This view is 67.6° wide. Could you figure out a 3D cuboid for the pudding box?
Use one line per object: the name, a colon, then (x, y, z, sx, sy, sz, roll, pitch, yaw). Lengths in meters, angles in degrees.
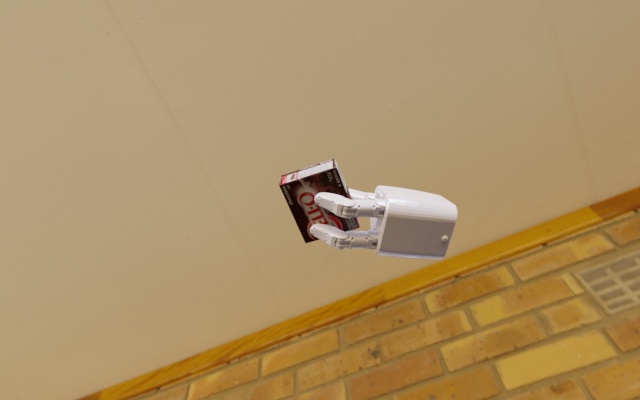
pudding box: (0.000, 0.002, 0.721, 0.090, 0.113, 0.039, -18, 26, 10)
